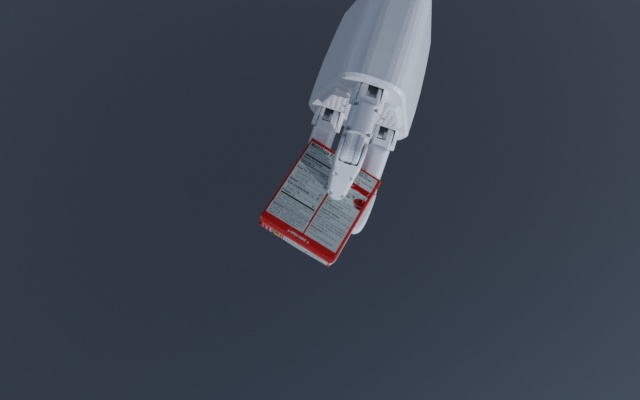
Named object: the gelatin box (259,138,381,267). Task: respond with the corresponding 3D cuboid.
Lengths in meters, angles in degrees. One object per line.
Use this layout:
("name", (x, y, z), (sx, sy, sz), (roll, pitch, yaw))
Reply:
("gelatin box", (0.000, 0.002, 0.419), (0.073, 0.089, 0.030), (31, -18, 2))
